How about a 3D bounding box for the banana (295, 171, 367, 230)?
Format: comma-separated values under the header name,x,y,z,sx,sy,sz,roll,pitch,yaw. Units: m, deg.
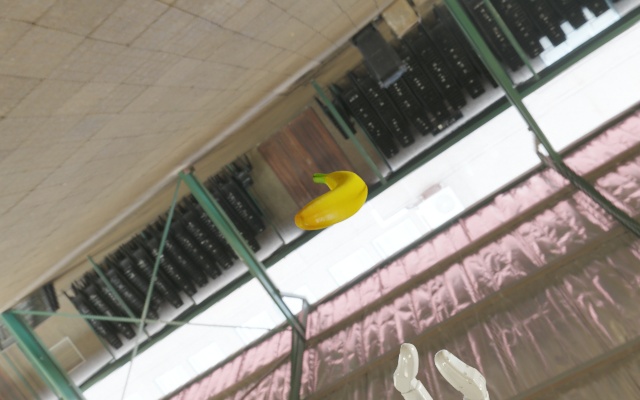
name,x,y,z,sx,sy,sz,roll,pitch,yaw
banana,0.018,-0.003,0.536,0.069,0.037,0.197,-13,12,8
